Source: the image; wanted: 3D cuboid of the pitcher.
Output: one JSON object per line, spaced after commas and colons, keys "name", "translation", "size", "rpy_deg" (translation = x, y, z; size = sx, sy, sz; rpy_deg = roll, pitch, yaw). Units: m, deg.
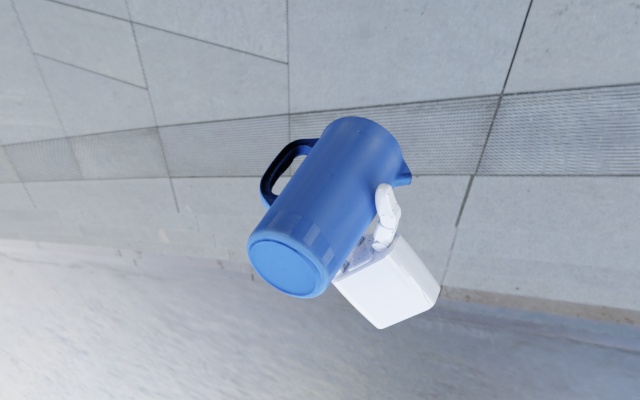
{"name": "pitcher", "translation": [0.000, 0.002, 0.627], "size": [0.149, 0.145, 0.242], "rpy_deg": [-23, 23, 44]}
